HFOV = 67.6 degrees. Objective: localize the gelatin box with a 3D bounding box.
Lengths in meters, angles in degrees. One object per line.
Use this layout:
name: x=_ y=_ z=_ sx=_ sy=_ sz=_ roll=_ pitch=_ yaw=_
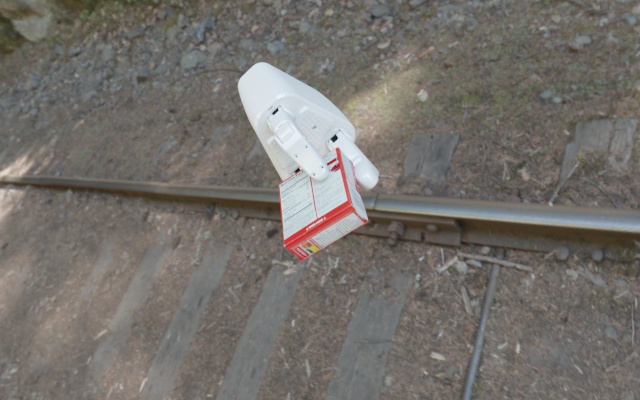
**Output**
gelatin box: x=0.000 y=0.001 z=0.440 sx=0.073 sy=0.089 sz=0.030 roll=-32 pitch=-52 yaw=18
